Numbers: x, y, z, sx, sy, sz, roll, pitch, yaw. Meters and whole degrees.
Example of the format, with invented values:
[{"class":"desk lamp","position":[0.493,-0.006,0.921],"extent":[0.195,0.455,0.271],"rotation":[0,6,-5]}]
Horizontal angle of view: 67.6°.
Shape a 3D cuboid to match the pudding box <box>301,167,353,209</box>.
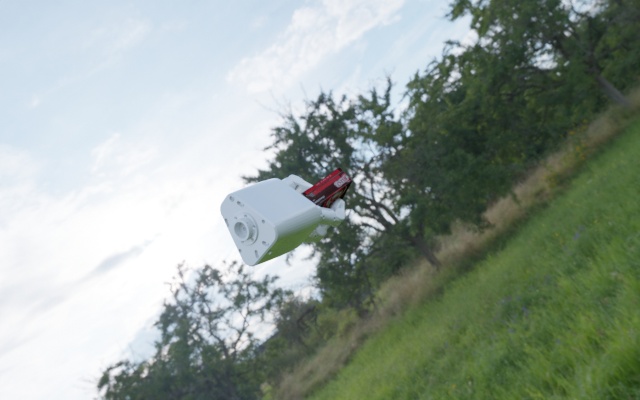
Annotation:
[{"class":"pudding box","position":[0.000,0.003,0.824],"extent":[0.090,0.039,0.113],"rotation":[-34,-13,-27]}]
